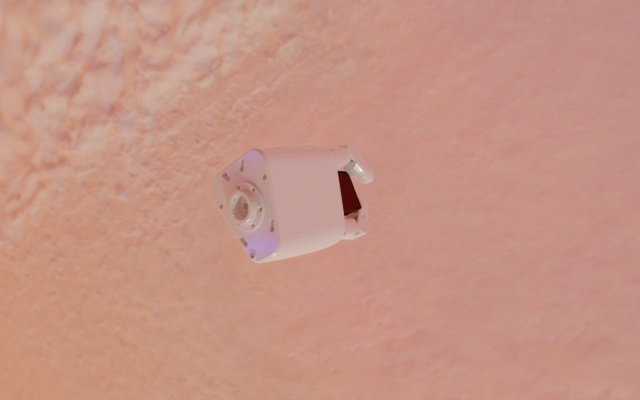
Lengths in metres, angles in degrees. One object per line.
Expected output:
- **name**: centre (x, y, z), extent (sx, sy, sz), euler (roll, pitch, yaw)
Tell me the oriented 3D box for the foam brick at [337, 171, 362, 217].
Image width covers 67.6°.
- **foam brick**: centre (0.000, 0.002, 0.586), extent (0.078, 0.053, 0.051), euler (-30, -15, 37)
